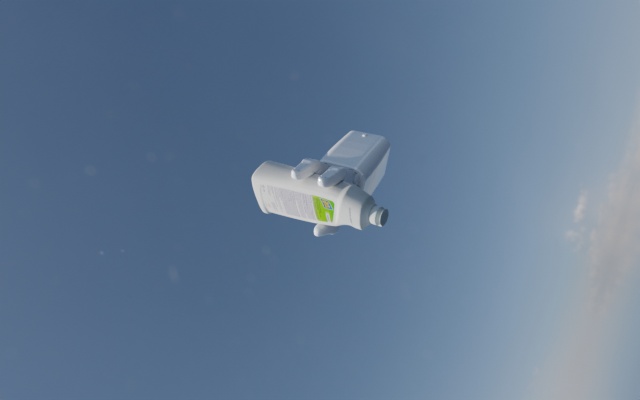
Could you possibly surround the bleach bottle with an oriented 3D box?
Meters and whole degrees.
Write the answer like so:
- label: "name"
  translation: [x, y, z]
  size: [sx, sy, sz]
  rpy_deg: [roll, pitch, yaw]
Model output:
- label: "bleach bottle"
  translation: [0.000, 0.003, 0.821]
  size: [0.251, 0.103, 0.068]
  rpy_deg: [17, 50, 32]
